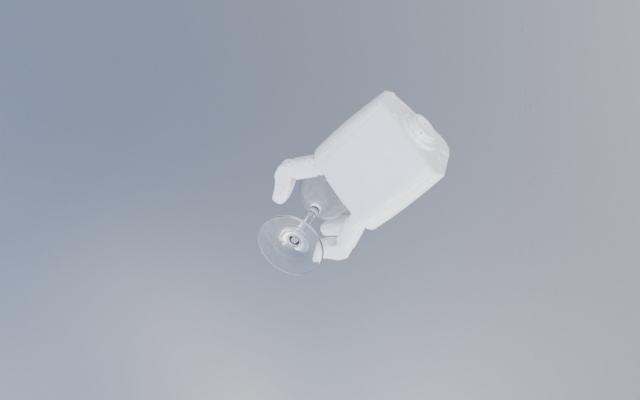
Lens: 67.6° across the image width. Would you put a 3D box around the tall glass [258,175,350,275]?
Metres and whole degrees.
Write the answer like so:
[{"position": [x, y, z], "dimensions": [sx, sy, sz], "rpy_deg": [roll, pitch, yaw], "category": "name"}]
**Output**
[{"position": [0.000, 0.002, 0.586], "dimensions": [0.079, 0.079, 0.201], "rpy_deg": [0, 28, 21], "category": "tall glass"}]
